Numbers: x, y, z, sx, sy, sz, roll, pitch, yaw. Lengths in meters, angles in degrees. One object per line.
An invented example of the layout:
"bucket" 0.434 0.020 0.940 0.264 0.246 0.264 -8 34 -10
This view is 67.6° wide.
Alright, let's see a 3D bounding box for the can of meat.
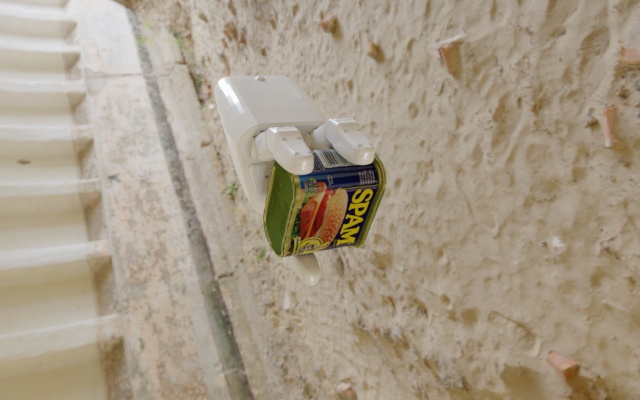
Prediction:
"can of meat" 0.000 0.002 0.425 0.084 0.102 0.057 -7 46 -25
